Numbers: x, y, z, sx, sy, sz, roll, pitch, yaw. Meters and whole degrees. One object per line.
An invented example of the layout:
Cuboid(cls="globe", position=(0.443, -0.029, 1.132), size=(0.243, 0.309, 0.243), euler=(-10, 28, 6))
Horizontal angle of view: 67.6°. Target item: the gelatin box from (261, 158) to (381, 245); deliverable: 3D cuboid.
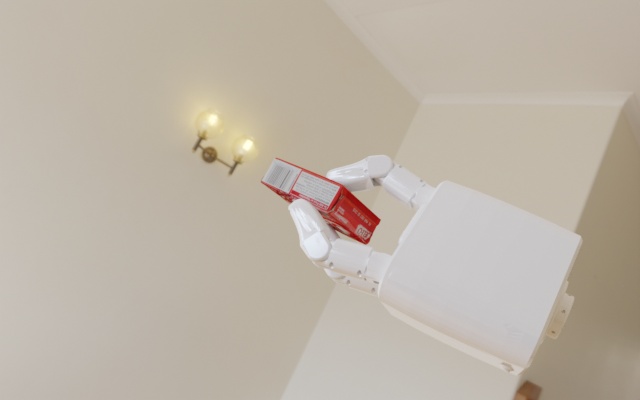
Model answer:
Cuboid(cls="gelatin box", position=(0.000, 0.001, 0.430), size=(0.089, 0.030, 0.073), euler=(25, -10, 39))
